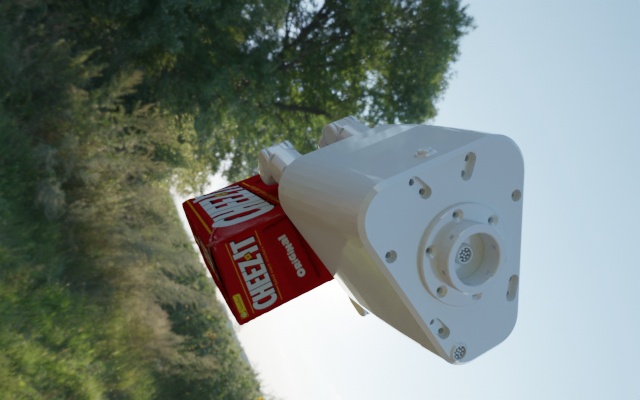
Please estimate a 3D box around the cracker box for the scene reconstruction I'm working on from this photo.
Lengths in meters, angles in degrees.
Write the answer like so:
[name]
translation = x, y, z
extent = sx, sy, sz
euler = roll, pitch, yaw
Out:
[cracker box]
translation = 0.000, 0.001, 0.410
extent = 0.213, 0.072, 0.164
euler = -23, 16, -17
